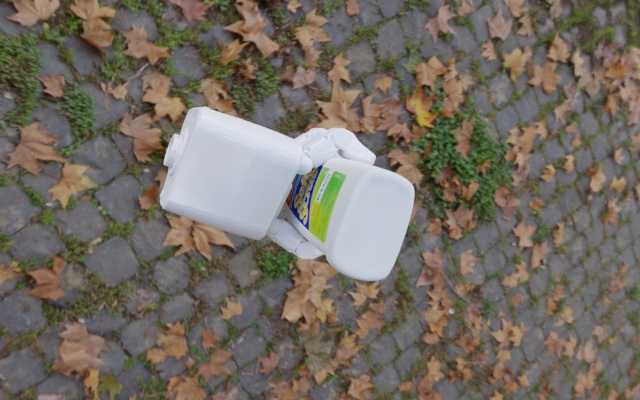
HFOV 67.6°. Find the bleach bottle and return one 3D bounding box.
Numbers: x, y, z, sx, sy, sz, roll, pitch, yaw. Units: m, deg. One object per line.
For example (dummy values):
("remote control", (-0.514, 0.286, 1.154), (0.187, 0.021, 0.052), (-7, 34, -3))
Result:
("bleach bottle", (0.000, 0.002, 0.523), (0.068, 0.102, 0.251), (19, 1, -25))
